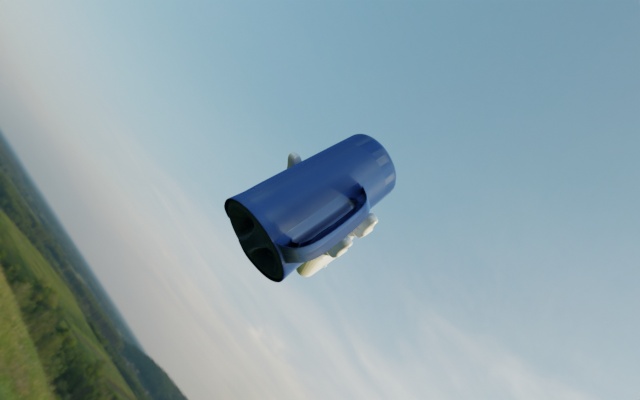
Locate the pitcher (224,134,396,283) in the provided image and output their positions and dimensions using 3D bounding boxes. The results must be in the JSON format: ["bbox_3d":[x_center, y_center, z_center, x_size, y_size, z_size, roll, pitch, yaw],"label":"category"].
[{"bbox_3d":[0.000,0.002,0.687,0.242,0.149,0.145,-33,-16,-26],"label":"pitcher"}]
